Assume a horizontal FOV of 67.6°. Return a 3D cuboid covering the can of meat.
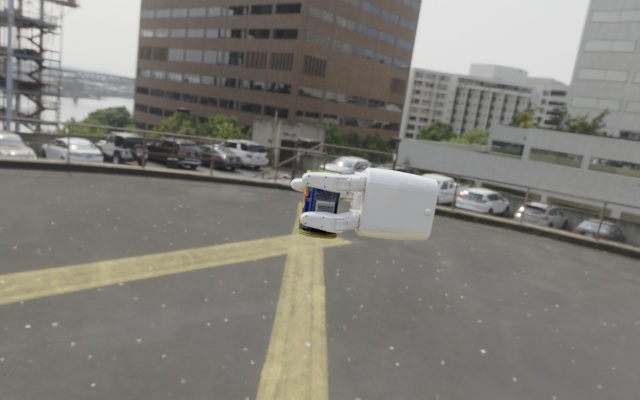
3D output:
[{"bbox_3d":[0.000,0.002,0.706,0.057,0.084,0.102,8,11,-3],"label":"can of meat"}]
